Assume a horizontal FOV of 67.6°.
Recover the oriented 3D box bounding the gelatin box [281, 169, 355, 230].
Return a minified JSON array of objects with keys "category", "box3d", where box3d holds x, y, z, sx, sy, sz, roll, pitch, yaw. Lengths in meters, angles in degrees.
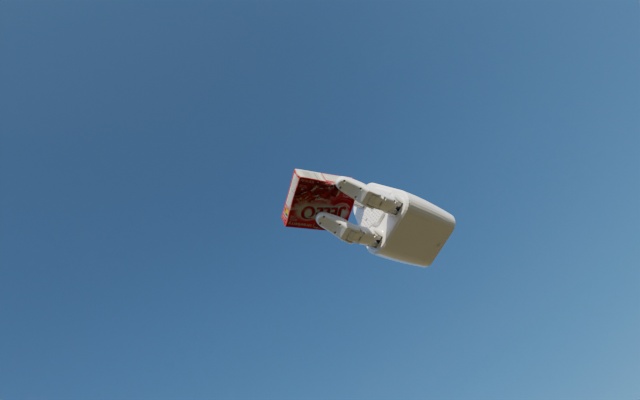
[{"category":"gelatin box","box3d":[0.000,0.002,0.636,0.089,0.073,0.030,8,24,-23]}]
